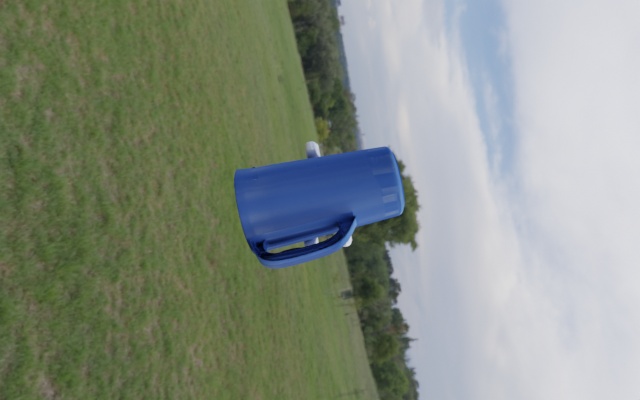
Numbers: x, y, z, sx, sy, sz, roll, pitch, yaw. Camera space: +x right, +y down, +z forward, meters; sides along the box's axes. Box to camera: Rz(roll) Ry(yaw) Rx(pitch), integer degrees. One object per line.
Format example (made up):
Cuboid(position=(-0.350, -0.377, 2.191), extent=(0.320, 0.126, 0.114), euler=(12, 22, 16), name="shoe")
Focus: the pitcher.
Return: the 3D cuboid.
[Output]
Cuboid(position=(0.000, 0.002, 0.723), extent=(0.243, 0.149, 0.145), euler=(-12, 5, 2), name="pitcher")
